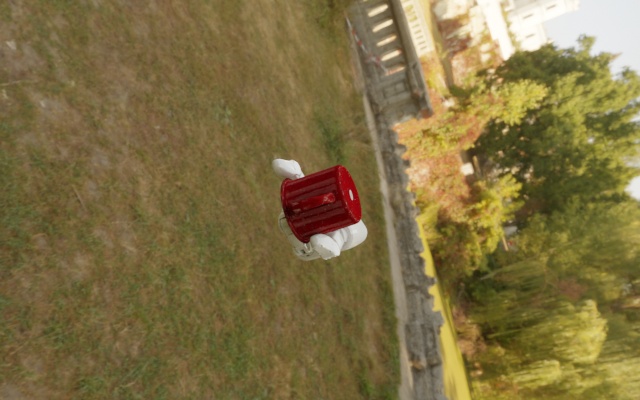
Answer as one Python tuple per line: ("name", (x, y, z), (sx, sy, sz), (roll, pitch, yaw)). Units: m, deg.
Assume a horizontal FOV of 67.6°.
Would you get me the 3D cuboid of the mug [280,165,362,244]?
("mug", (0.000, 0.002, 0.624), (0.081, 0.093, 0.117), (-18, -6, 18))
